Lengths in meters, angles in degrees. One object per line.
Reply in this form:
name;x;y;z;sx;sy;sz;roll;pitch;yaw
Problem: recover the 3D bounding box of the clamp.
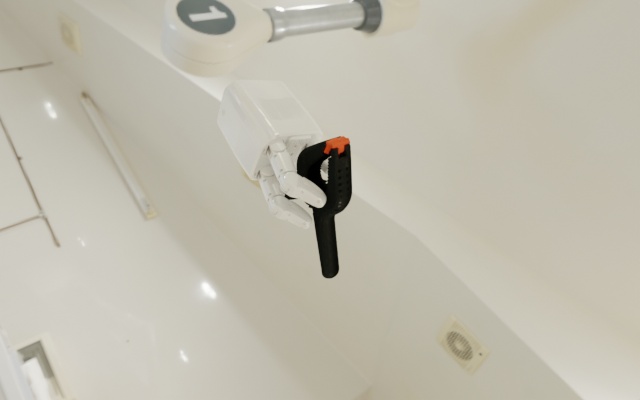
clamp;0.001;0.001;0.632;0.036;0.164;0.210;-24;-20;-33
